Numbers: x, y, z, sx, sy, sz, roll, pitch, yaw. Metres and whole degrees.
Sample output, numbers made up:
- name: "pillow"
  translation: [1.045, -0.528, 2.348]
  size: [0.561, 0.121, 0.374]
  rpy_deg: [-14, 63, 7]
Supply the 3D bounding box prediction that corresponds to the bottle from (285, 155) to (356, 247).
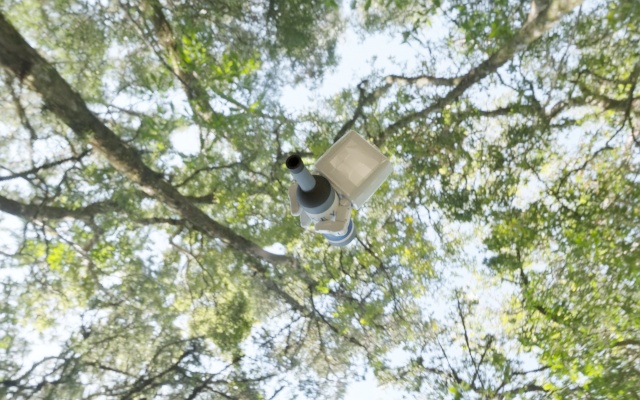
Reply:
- name: "bottle"
  translation: [0.000, 0.003, 0.880]
  size: [0.069, 0.069, 0.296]
  rpy_deg: [0, -26, 19]
